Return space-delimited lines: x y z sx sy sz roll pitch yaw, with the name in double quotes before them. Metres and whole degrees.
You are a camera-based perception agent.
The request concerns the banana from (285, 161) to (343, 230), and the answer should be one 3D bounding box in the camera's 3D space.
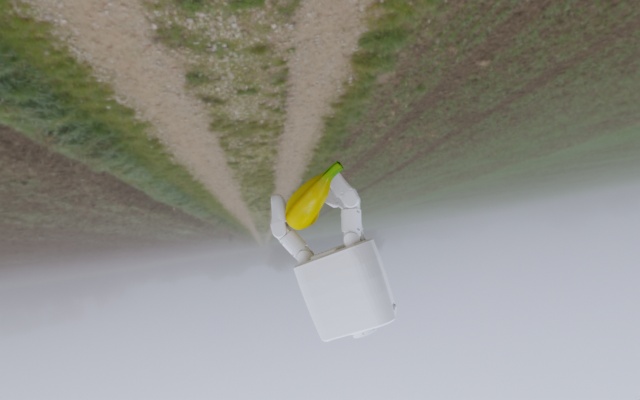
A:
"banana" -0.015 0.010 0.613 0.069 0.037 0.198 -28 -8 -17
